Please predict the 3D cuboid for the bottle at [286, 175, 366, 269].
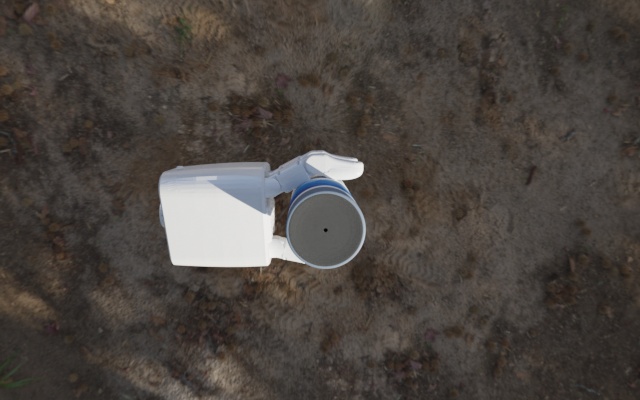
[{"bbox_3d":[0.000,0.002,0.538,0.069,0.069,0.295,0,9,-2],"label":"bottle"}]
